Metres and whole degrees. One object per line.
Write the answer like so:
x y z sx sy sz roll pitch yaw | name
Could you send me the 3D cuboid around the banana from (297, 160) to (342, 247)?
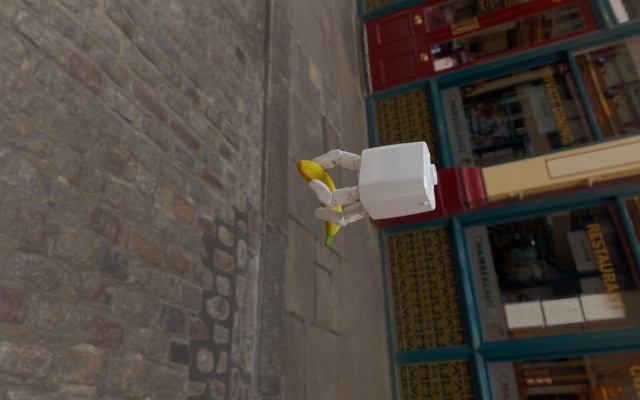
0.005 -0.007 0.862 0.037 0.198 0.069 -4 40 21 | banana
